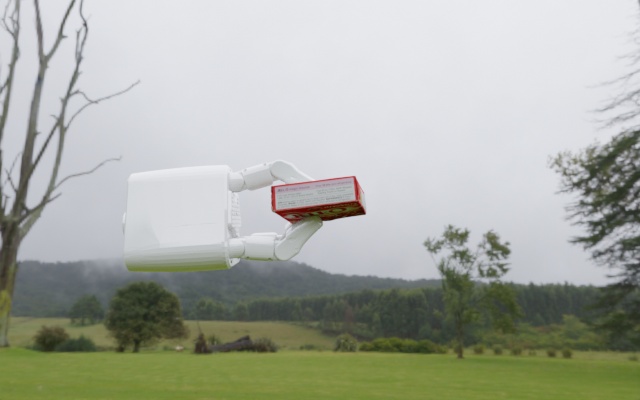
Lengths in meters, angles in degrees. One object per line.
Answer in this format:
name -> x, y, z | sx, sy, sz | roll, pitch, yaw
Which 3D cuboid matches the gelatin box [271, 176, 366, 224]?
gelatin box -> 0.000, 0.001, 0.501 | 0.089, 0.030, 0.073 | -8, -14, 10
